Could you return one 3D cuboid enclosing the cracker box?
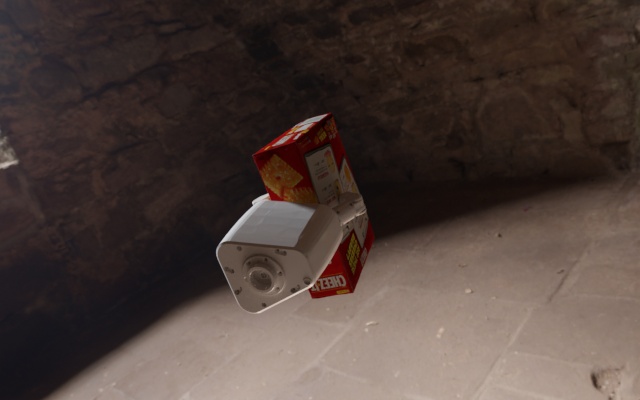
[{"bbox_3d":[0.000,0.002,0.671,0.072,0.214,0.164,-13,18,22],"label":"cracker box"}]
